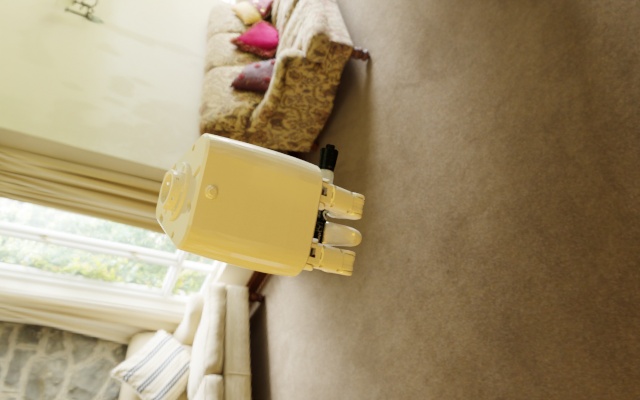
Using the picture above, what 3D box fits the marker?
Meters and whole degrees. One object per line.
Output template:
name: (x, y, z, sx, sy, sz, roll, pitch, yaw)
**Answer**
marker: (0.000, 0.002, 0.479, 0.020, 0.121, 0.020, 10, -11, 2)
